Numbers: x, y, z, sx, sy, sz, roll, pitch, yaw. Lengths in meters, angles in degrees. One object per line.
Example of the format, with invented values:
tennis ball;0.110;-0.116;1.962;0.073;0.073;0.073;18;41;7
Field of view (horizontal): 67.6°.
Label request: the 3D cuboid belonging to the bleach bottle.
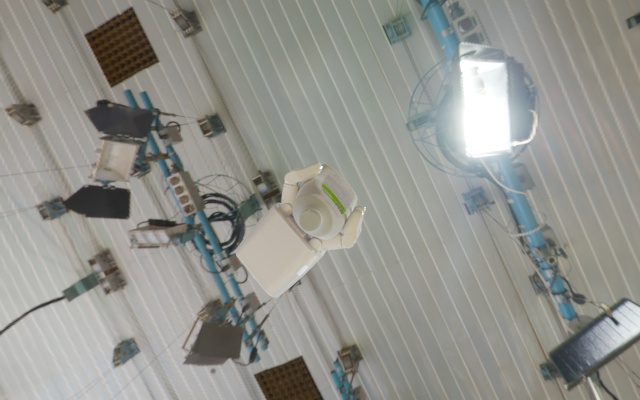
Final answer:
bleach bottle;0.000;0.003;0.752;0.068;0.102;0.251;-45;-1;13
